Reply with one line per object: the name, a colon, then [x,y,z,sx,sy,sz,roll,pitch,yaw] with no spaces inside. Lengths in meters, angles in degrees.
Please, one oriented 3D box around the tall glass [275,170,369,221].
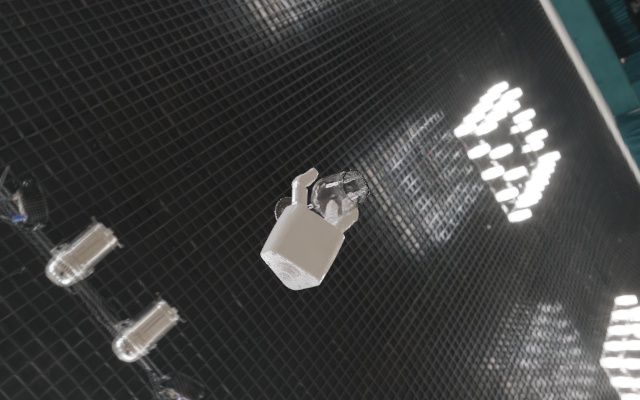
tall glass: [0.000,0.003,0.891,0.079,0.079,0.201,0,-16,-40]
